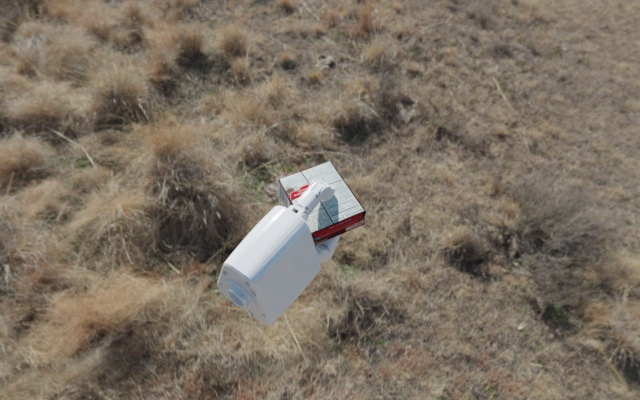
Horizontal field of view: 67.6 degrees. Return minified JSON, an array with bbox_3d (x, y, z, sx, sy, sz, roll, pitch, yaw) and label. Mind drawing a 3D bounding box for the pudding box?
[{"bbox_3d":[0.000,0.002,0.690,0.090,0.113,0.039,-21,-33,-18],"label":"pudding box"}]
